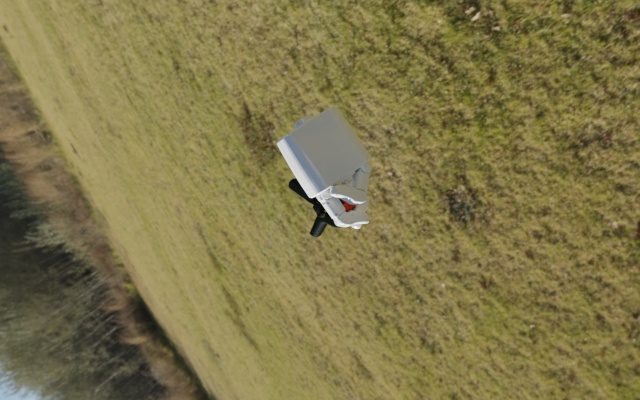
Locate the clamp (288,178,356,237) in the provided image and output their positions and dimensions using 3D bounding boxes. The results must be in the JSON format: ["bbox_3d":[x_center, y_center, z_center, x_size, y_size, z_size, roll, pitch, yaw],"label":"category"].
[{"bbox_3d":[0.000,0.003,0.850,0.039,0.120,0.171,-36,7,-30],"label":"clamp"}]
